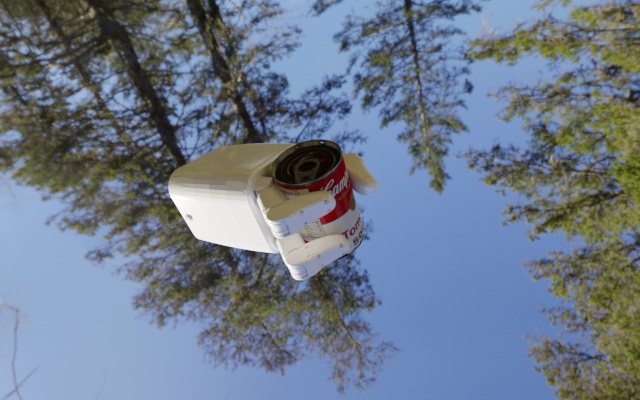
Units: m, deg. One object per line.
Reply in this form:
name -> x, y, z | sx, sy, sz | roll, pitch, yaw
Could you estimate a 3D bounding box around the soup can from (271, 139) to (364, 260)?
soup can -> 0.001, 0.002, 0.466 | 0.068, 0.102, 0.068 | -12, 38, 10
